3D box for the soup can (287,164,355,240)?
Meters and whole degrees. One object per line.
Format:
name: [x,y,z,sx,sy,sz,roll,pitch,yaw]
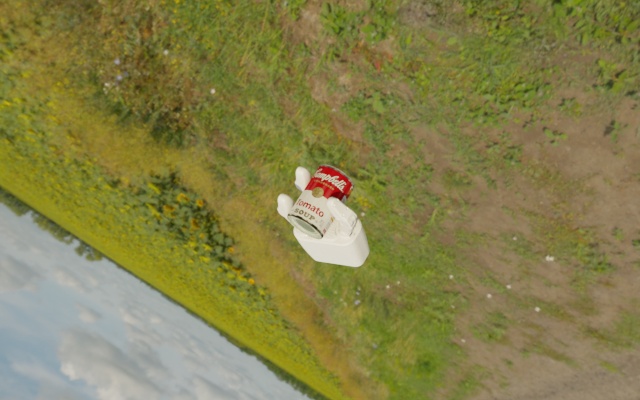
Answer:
soup can: [0.000,0.003,0.762,0.068,0.102,0.068,29,-19,11]
